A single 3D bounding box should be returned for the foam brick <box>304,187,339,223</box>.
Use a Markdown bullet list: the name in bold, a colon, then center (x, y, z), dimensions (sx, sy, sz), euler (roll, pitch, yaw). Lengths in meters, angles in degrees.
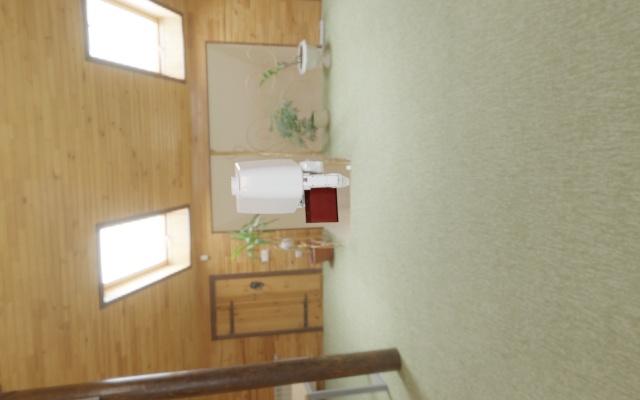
- **foam brick**: center (0.000, 0.003, 0.870), dimensions (0.051, 0.078, 0.053), euler (-2, -4, -14)
